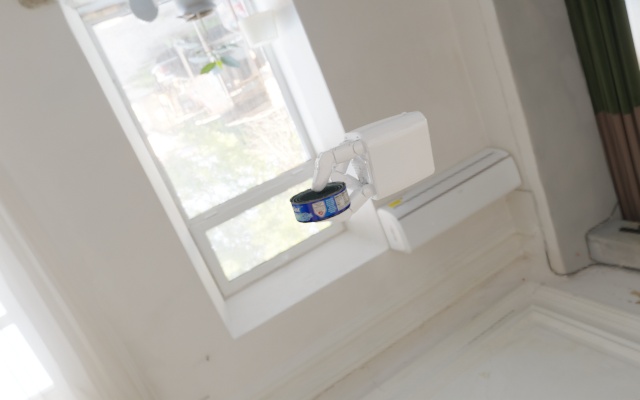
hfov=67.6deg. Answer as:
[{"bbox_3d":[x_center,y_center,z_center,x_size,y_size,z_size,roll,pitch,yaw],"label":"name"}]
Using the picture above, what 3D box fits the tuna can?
[{"bbox_3d":[0.000,0.003,0.694,0.086,0.034,0.086,-16,13,4],"label":"tuna can"}]
